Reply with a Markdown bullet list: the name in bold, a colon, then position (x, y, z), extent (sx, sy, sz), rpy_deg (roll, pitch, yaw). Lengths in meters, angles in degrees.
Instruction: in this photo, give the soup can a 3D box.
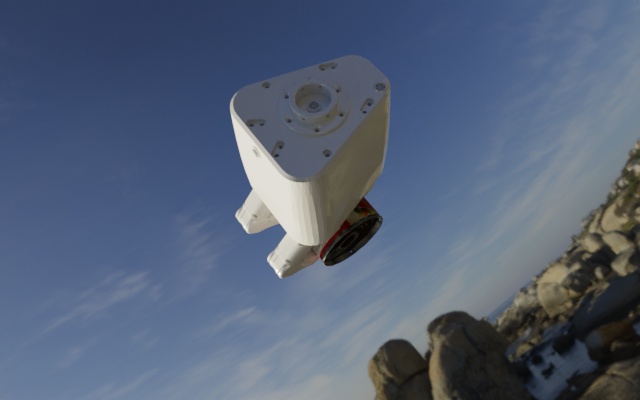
- **soup can**: position (0.000, 0.001, 0.450), extent (0.068, 0.102, 0.068), rpy_deg (-33, -23, -16)
